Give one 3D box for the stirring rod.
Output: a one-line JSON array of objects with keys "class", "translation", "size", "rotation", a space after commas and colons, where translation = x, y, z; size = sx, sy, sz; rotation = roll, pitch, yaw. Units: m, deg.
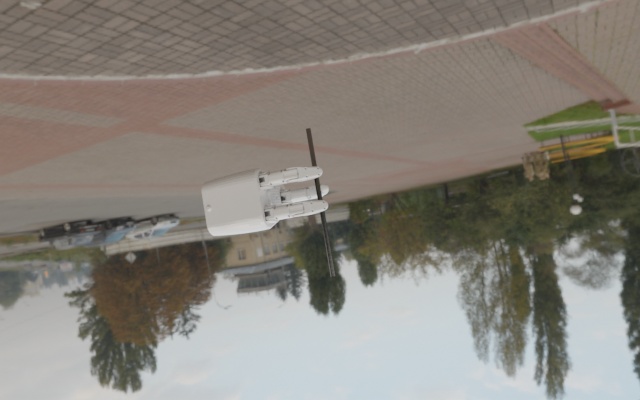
[{"class": "stirring rod", "translation": [0.000, 0.002, 0.766], "size": [0.011, 0.239, 0.011], "rotation": [-10, -3, 0]}]
